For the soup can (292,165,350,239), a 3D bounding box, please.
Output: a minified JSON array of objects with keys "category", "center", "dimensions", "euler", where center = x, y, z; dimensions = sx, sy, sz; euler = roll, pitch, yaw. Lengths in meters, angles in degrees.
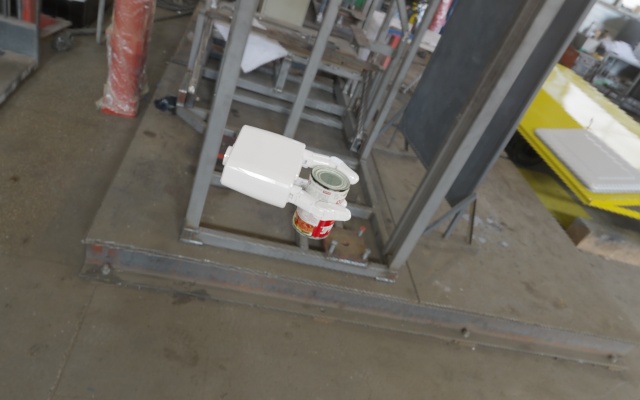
[{"category":"soup can","center":[0.001,0.003,0.774],"dimensions":[0.068,0.102,0.068],"euler":[16,33,-11]}]
